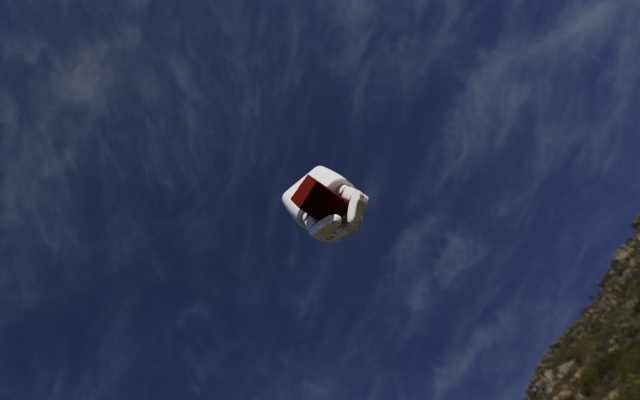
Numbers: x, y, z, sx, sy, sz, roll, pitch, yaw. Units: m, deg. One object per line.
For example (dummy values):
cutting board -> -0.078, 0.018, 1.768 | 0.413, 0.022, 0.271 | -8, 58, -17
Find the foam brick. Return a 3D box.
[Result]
foam brick -> 0.000, 0.002, 0.779 | 0.078, 0.053, 0.051 | 34, 4, -28
